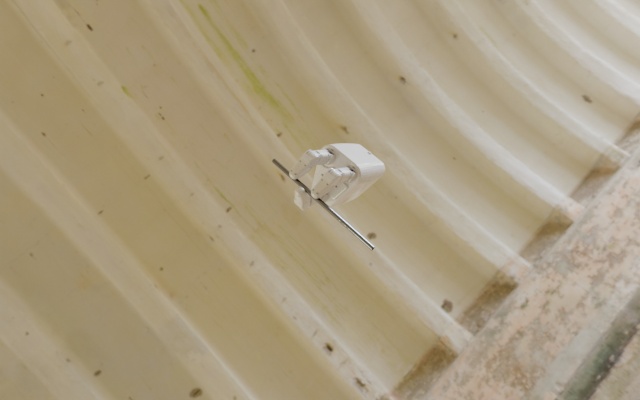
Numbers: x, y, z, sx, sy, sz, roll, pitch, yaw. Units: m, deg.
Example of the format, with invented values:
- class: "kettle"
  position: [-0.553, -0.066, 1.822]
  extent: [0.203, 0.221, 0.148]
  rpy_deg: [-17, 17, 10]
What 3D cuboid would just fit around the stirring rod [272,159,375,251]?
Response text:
- class: "stirring rod"
  position: [0.000, 0.003, 0.803]
  extent: [0.239, 0.011, 0.011]
  rpy_deg: [42, 18, 22]
